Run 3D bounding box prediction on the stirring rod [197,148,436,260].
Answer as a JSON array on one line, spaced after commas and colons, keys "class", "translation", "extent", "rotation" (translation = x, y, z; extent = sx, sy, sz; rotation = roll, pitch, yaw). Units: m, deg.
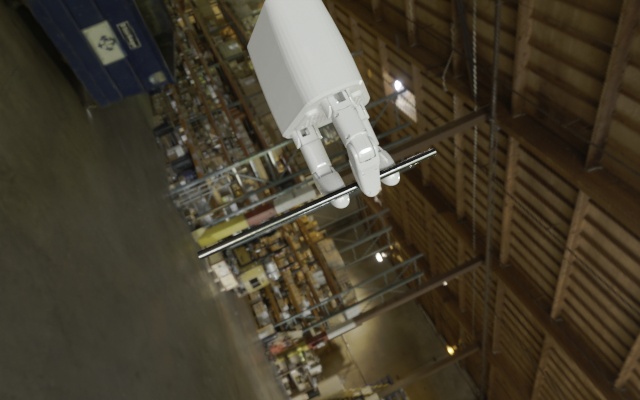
[{"class": "stirring rod", "translation": [0.000, 0.001, 0.444], "extent": [0.239, 0.011, 0.011], "rotation": [-24, 3, -7]}]
